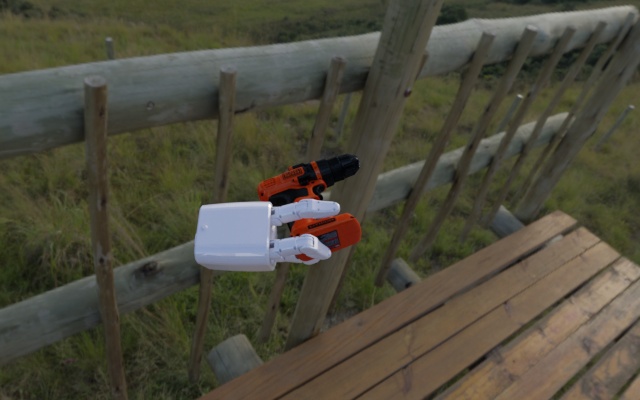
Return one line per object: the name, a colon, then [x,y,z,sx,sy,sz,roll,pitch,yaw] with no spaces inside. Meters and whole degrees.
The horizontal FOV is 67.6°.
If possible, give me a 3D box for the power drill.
power drill: [0.000,0.003,0.773,0.184,0.057,0.187,-21,39,-4]
